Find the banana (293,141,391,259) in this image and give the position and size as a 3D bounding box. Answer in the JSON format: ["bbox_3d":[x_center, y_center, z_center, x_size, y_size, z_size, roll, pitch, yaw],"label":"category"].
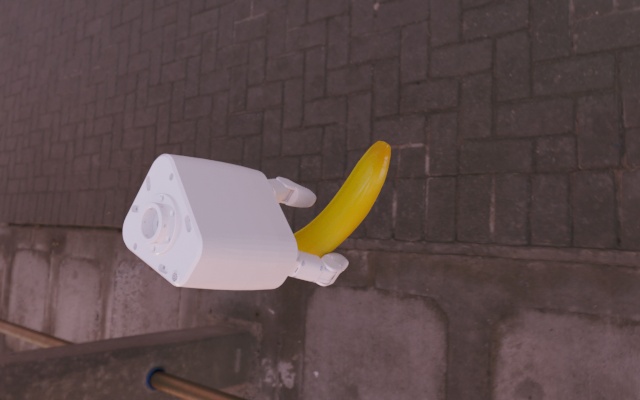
[{"bbox_3d":[0.004,0.019,0.495,0.198,0.069,0.037,-38,-30,31],"label":"banana"}]
